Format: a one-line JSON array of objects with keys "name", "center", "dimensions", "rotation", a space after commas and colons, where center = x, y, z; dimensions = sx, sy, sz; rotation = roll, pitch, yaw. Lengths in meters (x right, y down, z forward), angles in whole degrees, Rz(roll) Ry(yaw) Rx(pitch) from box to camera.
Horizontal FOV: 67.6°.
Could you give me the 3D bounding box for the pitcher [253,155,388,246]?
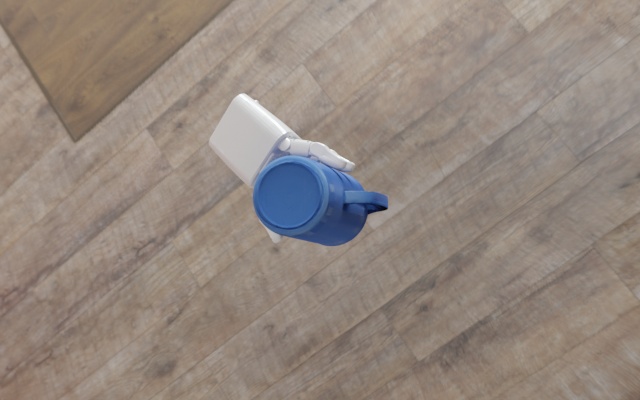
[{"name": "pitcher", "center": [0.000, 0.002, 0.733], "dimensions": [0.145, 0.149, 0.243], "rotation": [44, 7, 14]}]
